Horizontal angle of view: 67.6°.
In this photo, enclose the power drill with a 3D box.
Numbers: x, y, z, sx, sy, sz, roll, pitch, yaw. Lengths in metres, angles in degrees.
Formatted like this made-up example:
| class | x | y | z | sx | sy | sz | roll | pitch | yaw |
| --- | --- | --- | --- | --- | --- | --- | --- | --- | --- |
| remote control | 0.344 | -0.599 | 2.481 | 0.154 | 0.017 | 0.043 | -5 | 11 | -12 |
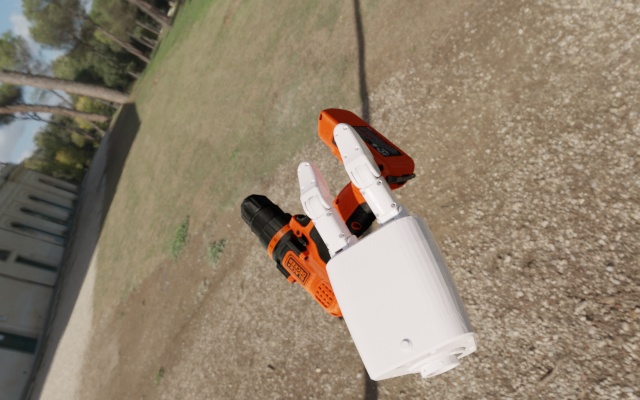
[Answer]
| class | x | y | z | sx | sy | sz | roll | pitch | yaw |
| --- | --- | --- | --- | --- | --- | --- | --- | --- | --- |
| power drill | 0.000 | 0.001 | 0.504 | 0.184 | 0.188 | 0.057 | 41 | 32 | 25 |
